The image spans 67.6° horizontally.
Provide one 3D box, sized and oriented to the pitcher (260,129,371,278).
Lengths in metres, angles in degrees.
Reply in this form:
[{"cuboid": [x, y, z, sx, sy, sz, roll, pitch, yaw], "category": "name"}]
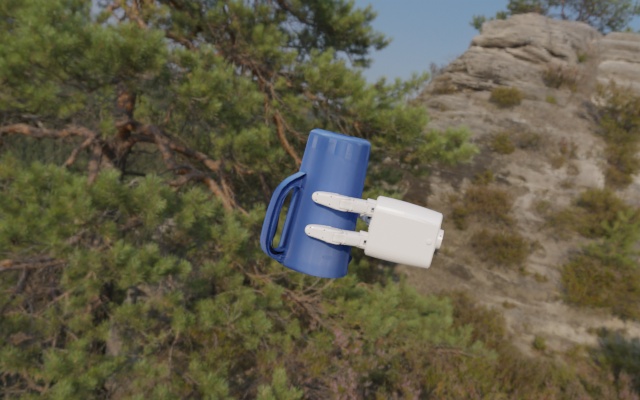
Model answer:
[{"cuboid": [0.000, 0.003, 0.826, 0.145, 0.243, 0.149, 15, 8, 13], "category": "pitcher"}]
